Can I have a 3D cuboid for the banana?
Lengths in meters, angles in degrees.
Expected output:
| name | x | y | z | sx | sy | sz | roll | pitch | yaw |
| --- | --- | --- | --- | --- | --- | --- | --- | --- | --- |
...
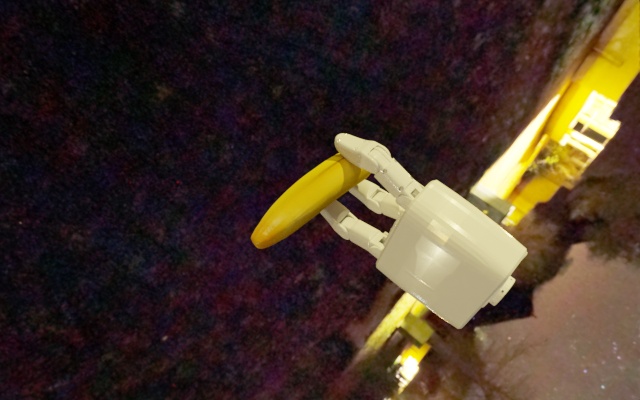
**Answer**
| name | x | y | z | sx | sy | sz | roll | pitch | yaw |
| --- | --- | --- | --- | --- | --- | --- | --- | --- | --- |
| banana | 0.008 | -0.013 | 0.489 | 0.037 | 0.070 | 0.197 | 39 | 40 | 16 |
